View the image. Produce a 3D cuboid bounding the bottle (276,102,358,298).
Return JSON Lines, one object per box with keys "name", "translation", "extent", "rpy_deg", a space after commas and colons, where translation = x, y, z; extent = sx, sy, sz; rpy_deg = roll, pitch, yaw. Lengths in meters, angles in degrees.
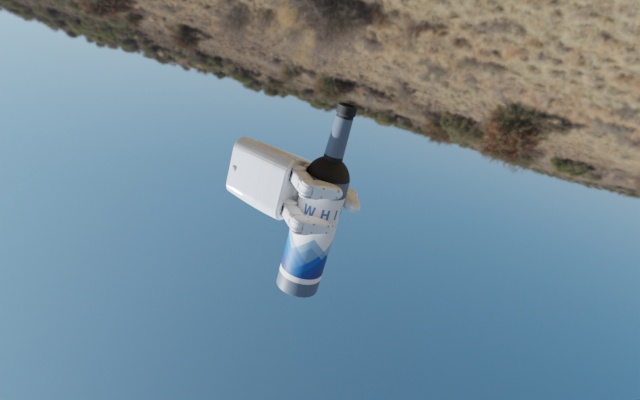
{"name": "bottle", "translation": [0.000, 0.003, 0.703], "extent": [0.069, 0.296, 0.069], "rpy_deg": [14, 21, -5]}
